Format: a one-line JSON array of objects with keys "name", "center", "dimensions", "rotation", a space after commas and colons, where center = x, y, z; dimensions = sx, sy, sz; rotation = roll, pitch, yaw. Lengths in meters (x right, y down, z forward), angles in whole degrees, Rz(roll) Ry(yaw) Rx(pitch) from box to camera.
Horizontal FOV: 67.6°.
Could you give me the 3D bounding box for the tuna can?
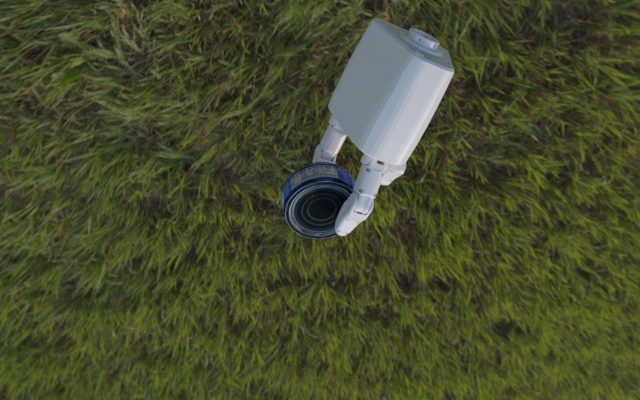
[{"name": "tuna can", "center": [0.000, 0.002, 0.529], "dimensions": [0.086, 0.086, 0.033], "rotation": [0, 39, -10]}]
